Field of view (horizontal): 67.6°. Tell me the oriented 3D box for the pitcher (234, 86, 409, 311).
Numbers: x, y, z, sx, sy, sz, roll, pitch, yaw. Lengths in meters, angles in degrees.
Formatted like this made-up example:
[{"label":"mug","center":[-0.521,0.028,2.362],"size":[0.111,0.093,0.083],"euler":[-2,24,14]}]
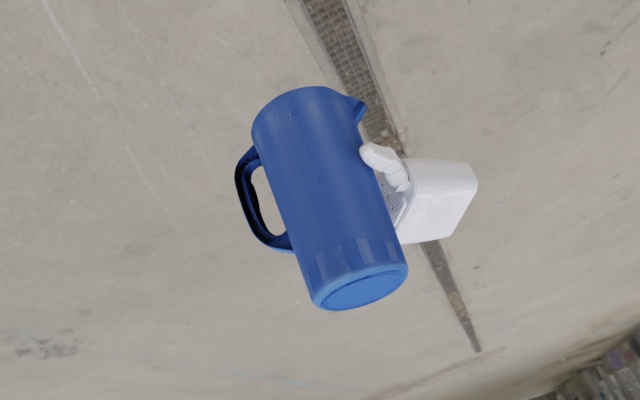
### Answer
[{"label":"pitcher","center":[0.000,0.002,0.557],"size":[0.145,0.242,0.149],"euler":[-1,-34,-29]}]
